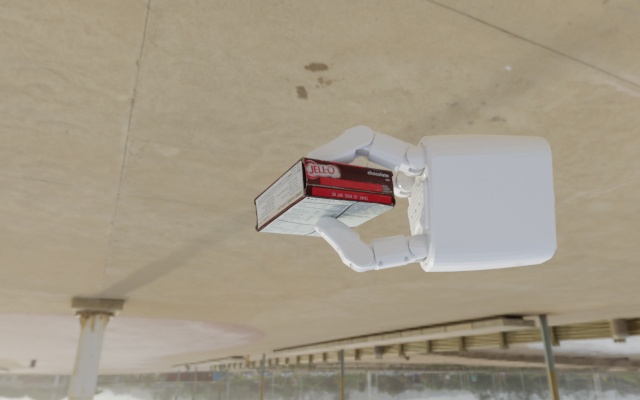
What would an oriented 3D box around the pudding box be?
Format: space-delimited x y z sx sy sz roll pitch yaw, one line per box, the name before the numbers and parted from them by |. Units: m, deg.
pudding box | 0.000 0.002 0.437 0.090 0.039 0.113 7 -23 -27
